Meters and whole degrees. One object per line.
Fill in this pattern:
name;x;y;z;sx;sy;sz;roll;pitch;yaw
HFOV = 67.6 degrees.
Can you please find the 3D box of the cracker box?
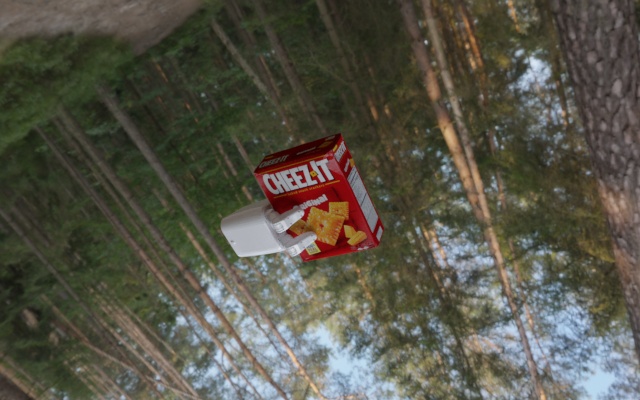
cracker box;0.000;0.003;0.879;0.164;0.214;0.072;-14;28;27
